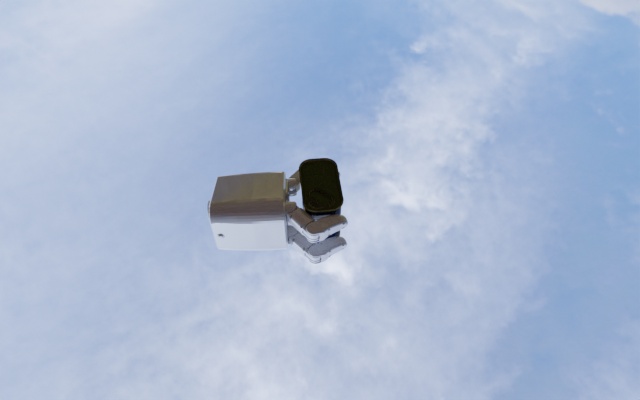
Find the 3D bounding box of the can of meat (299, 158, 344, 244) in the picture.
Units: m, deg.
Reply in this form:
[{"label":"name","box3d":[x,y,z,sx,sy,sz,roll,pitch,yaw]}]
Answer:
[{"label":"can of meat","box3d":[0.000,0.002,0.708,0.057,0.102,0.084,-5,-41,-4]}]
